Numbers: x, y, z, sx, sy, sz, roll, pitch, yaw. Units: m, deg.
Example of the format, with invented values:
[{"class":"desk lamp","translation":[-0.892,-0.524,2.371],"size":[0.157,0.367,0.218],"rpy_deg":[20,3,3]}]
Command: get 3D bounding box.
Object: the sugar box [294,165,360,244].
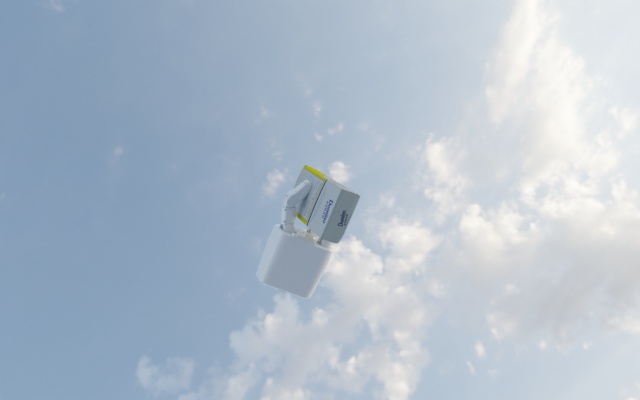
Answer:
[{"class":"sugar box","translation":[0.000,0.003,0.860],"size":[0.048,0.093,0.176],"rpy_deg":[19,9,-30]}]
